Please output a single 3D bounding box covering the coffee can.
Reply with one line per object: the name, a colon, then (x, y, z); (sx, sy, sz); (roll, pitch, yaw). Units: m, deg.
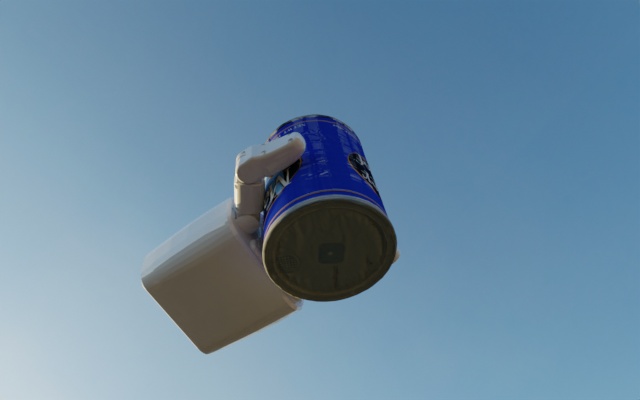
coffee can: (0.000, 0.001, 0.416); (0.103, 0.103, 0.140); (0, 35, -8)
